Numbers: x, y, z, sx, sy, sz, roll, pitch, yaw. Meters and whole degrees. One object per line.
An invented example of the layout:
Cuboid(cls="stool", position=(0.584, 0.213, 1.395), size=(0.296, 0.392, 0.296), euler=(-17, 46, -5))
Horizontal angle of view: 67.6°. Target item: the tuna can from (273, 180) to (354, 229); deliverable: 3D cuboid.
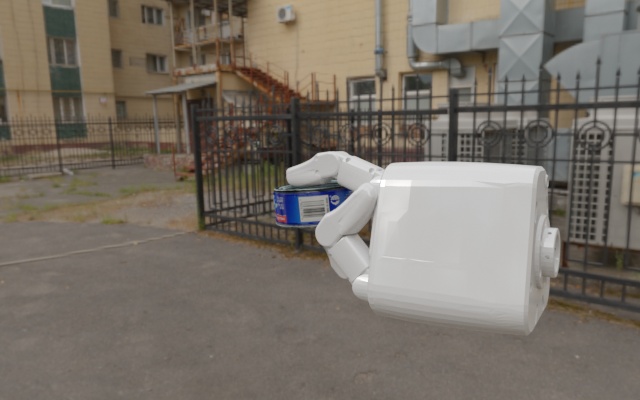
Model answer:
Cuboid(cls="tuna can", position=(0.000, 0.001, 0.436), size=(0.086, 0.034, 0.086), euler=(-5, 7, 1))
